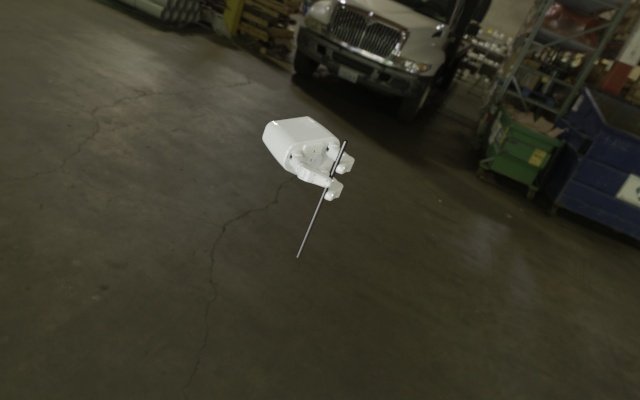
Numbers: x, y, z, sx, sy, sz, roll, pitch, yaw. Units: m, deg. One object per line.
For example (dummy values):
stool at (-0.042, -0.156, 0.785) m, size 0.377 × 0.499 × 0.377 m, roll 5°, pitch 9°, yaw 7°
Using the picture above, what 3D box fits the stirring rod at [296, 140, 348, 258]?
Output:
stirring rod at (0.000, 0.003, 0.839) m, size 0.011 × 0.240 × 0.011 m, roll 19°, pitch 25°, yaw -9°
